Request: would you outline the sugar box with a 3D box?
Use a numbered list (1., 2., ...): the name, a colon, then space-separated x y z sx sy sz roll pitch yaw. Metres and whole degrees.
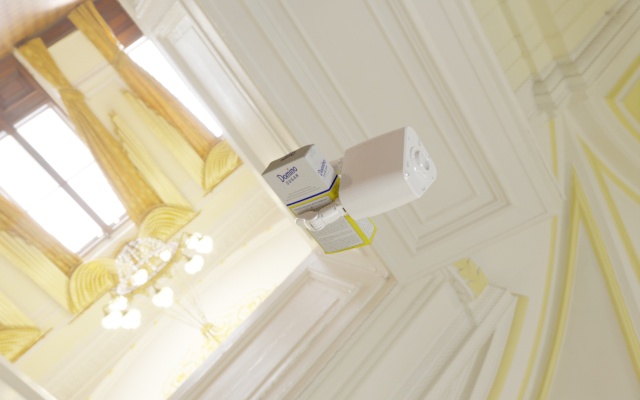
1. sugar box: 0.000 0.002 0.732 0.093 0.176 0.048 -19 27 37
